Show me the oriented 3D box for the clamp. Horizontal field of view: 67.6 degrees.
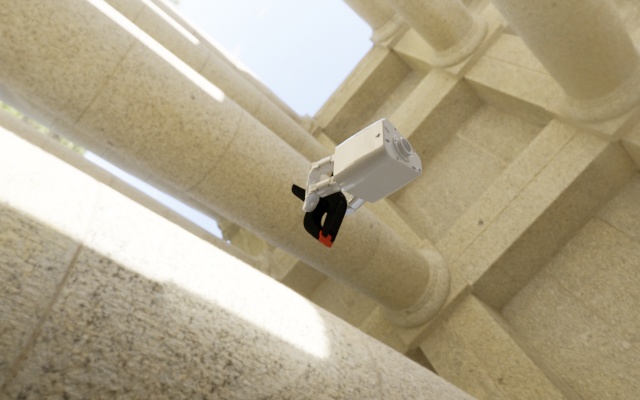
[{"bbox_3d":[0.001,0.004,0.873,0.164,0.209,0.036,-31,-53,33],"label":"clamp"}]
